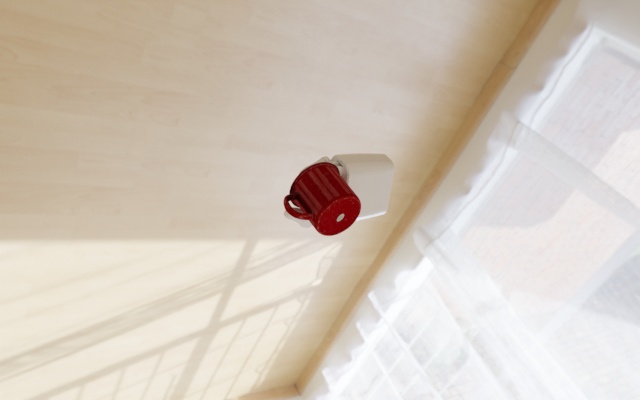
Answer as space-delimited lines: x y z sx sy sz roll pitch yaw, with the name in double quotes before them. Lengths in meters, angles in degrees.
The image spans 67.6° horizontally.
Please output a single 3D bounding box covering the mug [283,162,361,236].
"mug" -0.001 0.003 0.737 0.117 0.093 0.081 -10 44 -31
